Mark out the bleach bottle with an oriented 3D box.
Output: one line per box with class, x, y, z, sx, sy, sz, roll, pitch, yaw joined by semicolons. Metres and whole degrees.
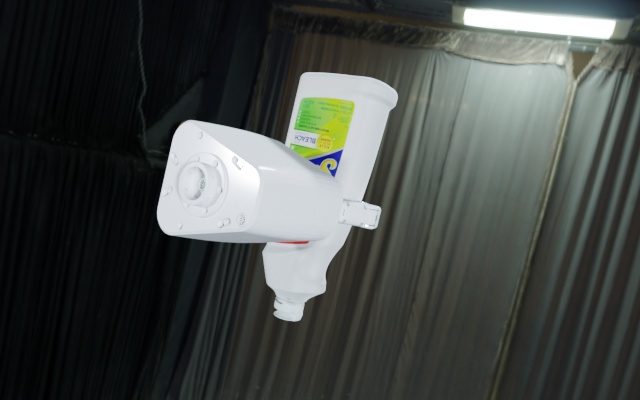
bleach bottle;0.000;0.002;0.491;0.102;0.251;0.068;15;3;33
